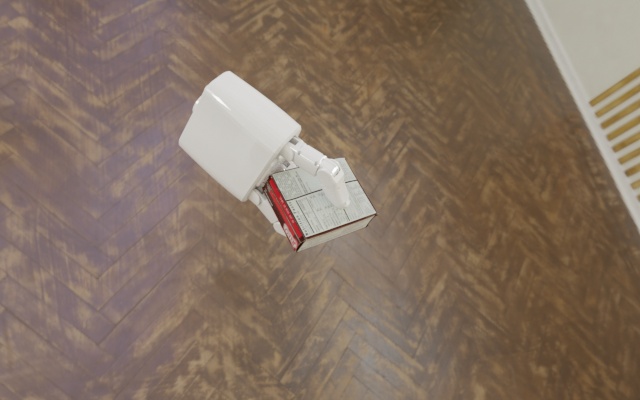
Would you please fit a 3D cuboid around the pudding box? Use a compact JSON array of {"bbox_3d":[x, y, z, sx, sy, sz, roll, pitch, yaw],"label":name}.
[{"bbox_3d":[0.000,0.002,0.566,0.113,0.090,0.039,-17,-21,-32],"label":"pudding box"}]
